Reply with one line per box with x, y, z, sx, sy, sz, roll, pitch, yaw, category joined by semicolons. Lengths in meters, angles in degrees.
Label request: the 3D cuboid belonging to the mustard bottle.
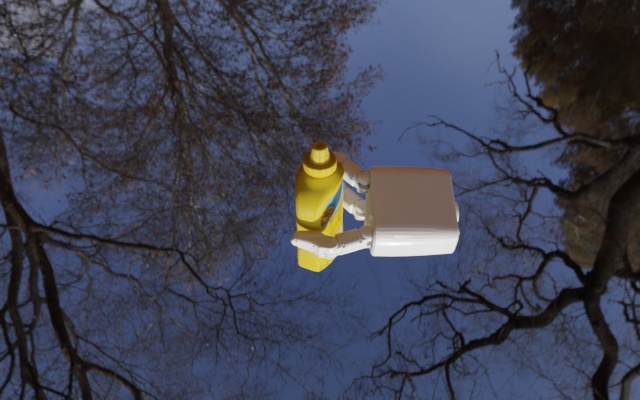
0.000;0.002;0.627;0.058;0.192;0.096;18;49;16;mustard bottle
